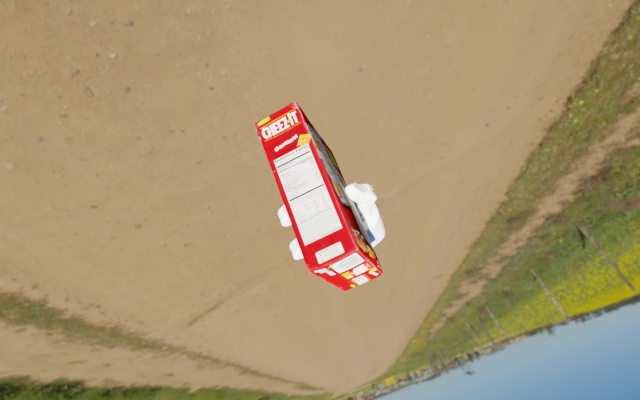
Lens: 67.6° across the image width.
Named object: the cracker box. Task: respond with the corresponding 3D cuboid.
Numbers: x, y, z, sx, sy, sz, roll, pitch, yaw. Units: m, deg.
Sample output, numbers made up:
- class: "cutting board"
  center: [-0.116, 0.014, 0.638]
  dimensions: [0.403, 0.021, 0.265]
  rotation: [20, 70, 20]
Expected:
- class: "cracker box"
  center: [0.000, 0.002, 0.635]
  dimensions: [0.072, 0.213, 0.164]
  rotation: [-26, -24, 8]
